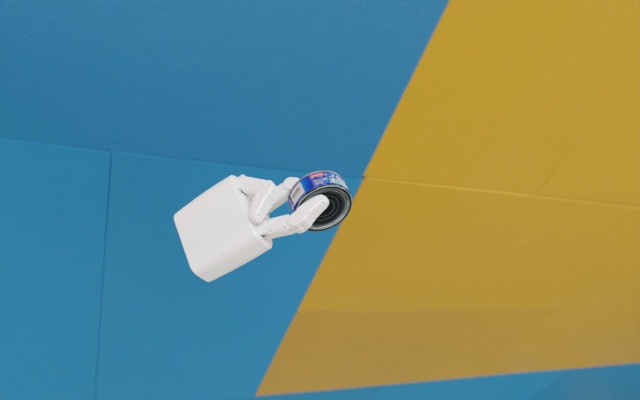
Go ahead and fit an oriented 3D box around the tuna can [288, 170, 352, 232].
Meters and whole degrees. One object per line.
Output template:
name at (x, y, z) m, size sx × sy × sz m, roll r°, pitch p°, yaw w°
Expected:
tuna can at (0.000, 0.002, 0.661) m, size 0.086 × 0.086 × 0.033 m, roll 0°, pitch 39°, yaw -24°
